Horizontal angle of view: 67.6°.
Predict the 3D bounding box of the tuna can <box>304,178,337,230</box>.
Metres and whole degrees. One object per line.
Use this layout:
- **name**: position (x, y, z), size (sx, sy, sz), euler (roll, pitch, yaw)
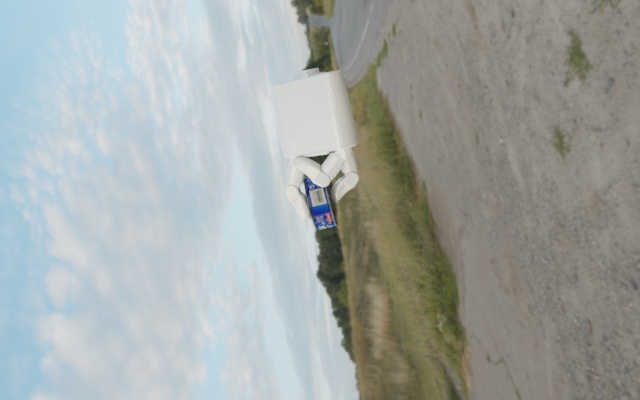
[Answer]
- **tuna can**: position (0.000, 0.003, 0.751), size (0.034, 0.086, 0.086), euler (-14, -1, 3)
